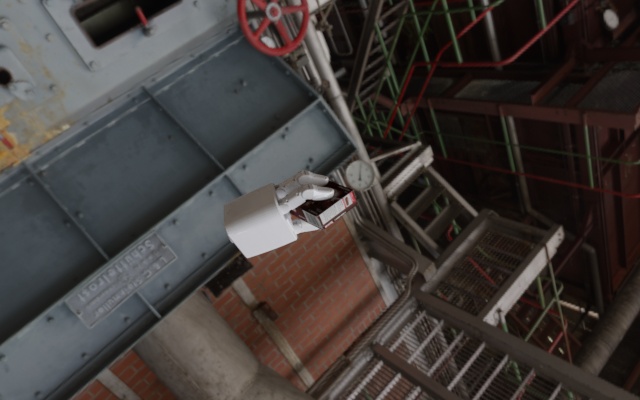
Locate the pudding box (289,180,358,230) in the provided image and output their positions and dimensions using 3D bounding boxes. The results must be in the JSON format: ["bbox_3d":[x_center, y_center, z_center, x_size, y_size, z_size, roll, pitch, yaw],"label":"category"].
[{"bbox_3d":[0.000,0.003,0.894,0.090,0.039,0.113,-36,36,-22],"label":"pudding box"}]
